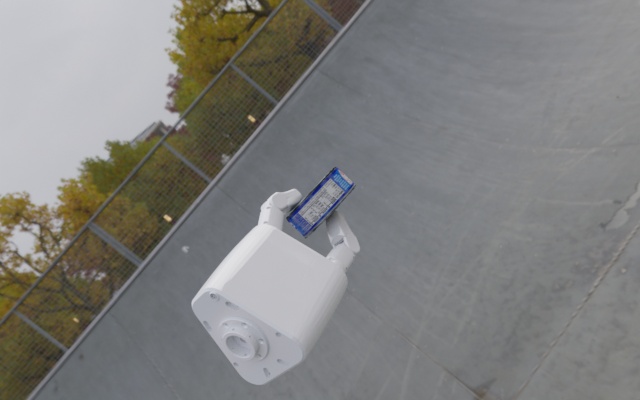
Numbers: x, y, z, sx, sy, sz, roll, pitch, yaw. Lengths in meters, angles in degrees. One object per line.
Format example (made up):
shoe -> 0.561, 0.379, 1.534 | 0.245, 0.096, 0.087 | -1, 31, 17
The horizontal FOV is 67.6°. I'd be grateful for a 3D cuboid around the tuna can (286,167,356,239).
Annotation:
tuna can -> 0.000, 0.001, 0.551 | 0.034, 0.086, 0.086 | 44, -1, -1
